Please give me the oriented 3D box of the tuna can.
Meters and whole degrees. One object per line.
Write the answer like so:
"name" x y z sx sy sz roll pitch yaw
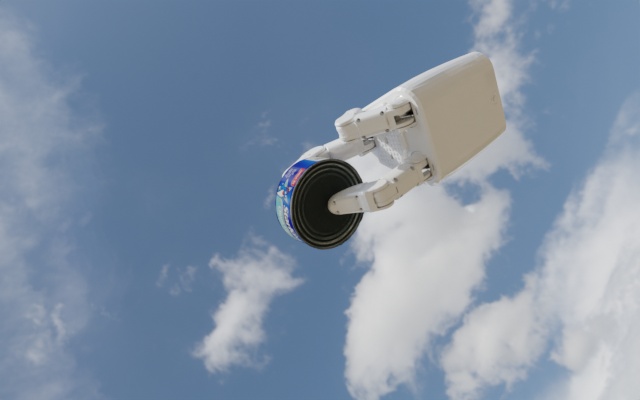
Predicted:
"tuna can" 0.000 0.001 0.456 0.086 0.086 0.033 0 9 -36
